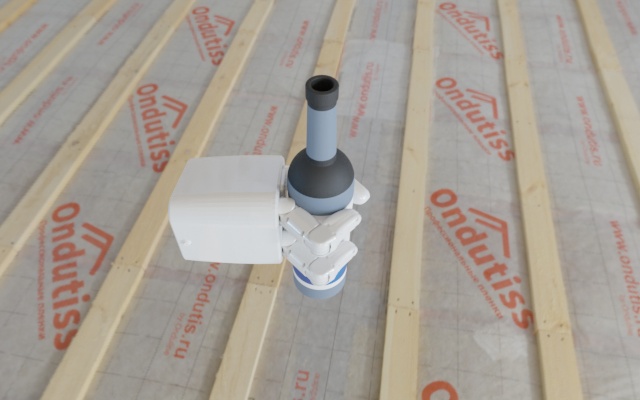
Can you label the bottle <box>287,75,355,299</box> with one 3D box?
[{"bbox_3d":[0.000,0.002,0.496,0.069,0.069,0.296,0,-40,-1],"label":"bottle"}]
